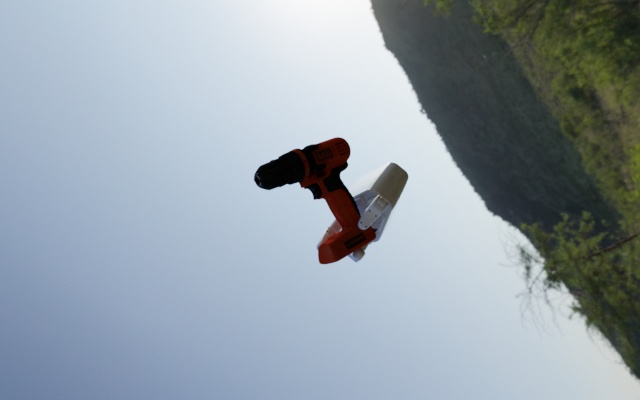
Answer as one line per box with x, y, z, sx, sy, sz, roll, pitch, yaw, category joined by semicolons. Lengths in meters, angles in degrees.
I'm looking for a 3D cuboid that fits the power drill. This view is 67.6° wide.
0.000;0.003;0.762;0.184;0.187;0.057;-24;4;-34;power drill
